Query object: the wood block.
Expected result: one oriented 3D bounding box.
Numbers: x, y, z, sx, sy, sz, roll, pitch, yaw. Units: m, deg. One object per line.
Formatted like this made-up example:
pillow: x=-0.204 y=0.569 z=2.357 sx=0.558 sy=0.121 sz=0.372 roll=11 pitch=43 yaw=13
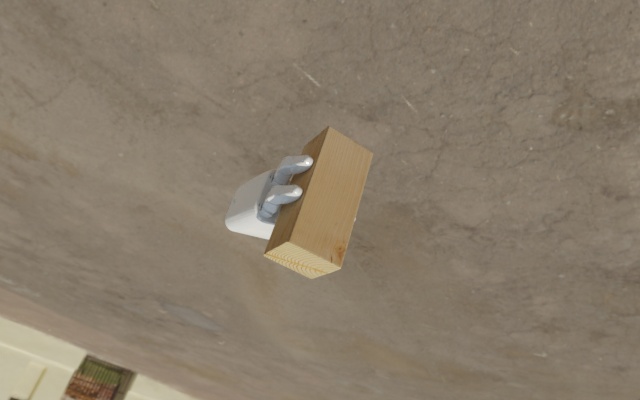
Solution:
wood block: x=0.000 y=0.003 z=0.735 sx=0.091 sy=0.206 sz=0.090 roll=29 pitch=-31 yaw=-19
